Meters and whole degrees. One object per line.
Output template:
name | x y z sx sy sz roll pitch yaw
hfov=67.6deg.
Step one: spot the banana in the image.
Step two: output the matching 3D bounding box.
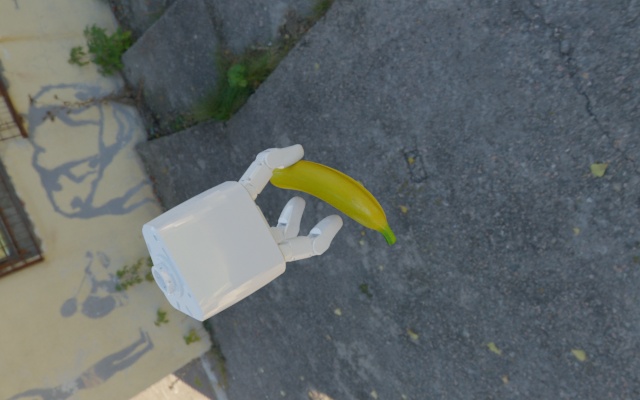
banana | 0.002 -0.011 0.558 0.197 0.070 0.037 29 49 34
